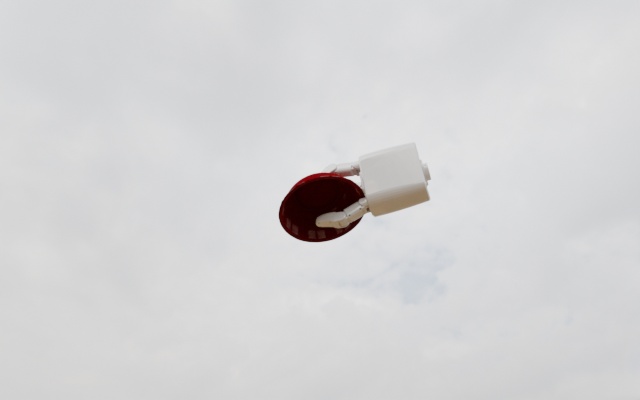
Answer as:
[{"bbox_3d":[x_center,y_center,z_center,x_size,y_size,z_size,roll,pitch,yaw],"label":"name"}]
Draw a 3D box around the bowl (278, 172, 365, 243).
[{"bbox_3d":[-0.001,0.003,0.877,0.162,0.162,0.055,0,41,-15],"label":"bowl"}]
